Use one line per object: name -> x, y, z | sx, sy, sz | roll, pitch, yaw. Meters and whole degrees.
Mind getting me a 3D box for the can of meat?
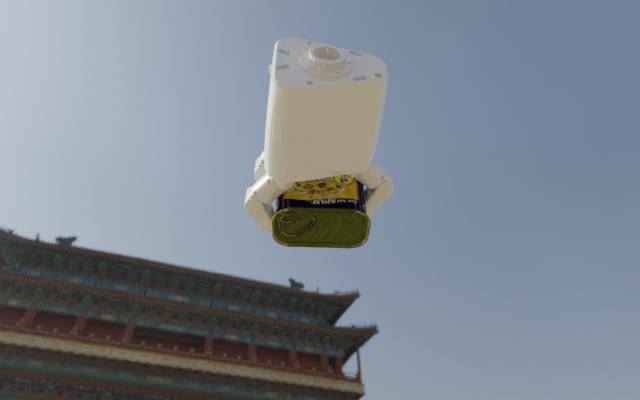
can of meat -> 0.000, 0.002, 0.524 | 0.102, 0.083, 0.057 | 2, -45, -2
